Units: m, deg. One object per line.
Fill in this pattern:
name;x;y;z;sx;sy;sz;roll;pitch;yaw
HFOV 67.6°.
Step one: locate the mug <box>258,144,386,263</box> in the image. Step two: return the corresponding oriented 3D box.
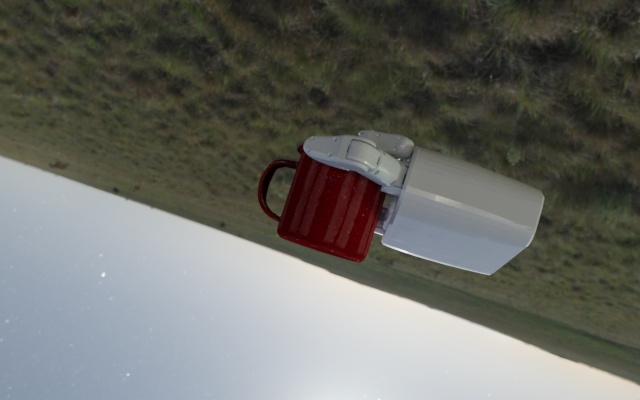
mug;-0.001;0.001;0.421;0.117;0.081;0.093;17;-7;7
